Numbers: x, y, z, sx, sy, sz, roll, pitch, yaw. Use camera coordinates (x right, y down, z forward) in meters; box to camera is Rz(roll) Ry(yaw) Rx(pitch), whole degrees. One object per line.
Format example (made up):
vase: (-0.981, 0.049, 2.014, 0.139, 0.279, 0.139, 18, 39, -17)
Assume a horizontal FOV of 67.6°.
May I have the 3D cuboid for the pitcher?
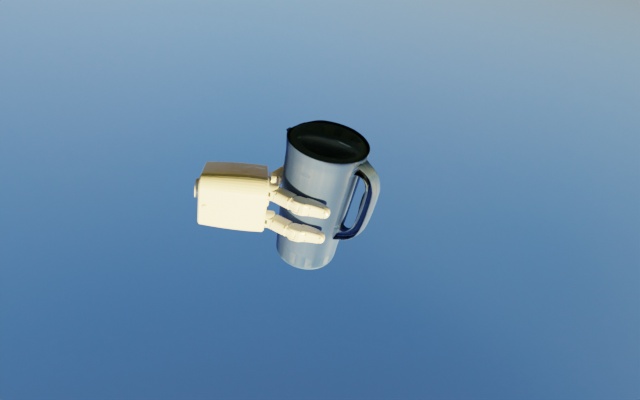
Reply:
pitcher: (0.000, 0.003, 0.801, 0.145, 0.243, 0.149, 5, 36, -10)
